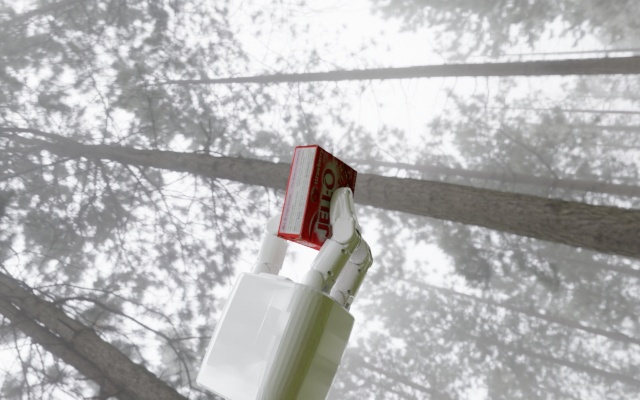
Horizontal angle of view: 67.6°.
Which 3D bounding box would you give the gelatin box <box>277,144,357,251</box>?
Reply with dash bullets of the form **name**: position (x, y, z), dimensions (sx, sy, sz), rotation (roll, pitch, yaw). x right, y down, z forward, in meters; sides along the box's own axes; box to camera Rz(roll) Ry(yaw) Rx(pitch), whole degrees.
- **gelatin box**: position (0.000, 0.001, 0.452), dimensions (0.030, 0.089, 0.073), rotation (1, -16, 36)
